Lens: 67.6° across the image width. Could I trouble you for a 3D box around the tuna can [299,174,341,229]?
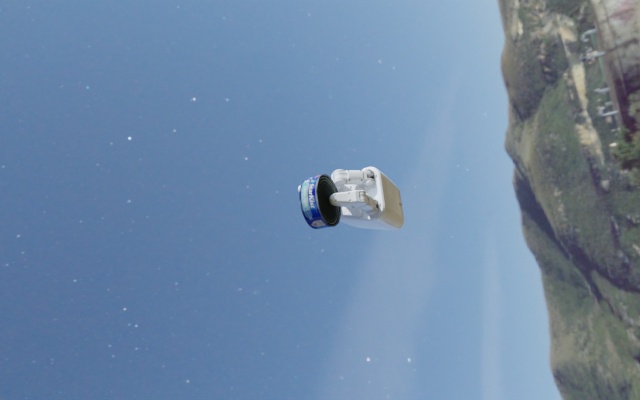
[{"bbox_3d":[0.000,0.003,0.769,0.034,0.086,0.086,-12,-5,25],"label":"tuna can"}]
